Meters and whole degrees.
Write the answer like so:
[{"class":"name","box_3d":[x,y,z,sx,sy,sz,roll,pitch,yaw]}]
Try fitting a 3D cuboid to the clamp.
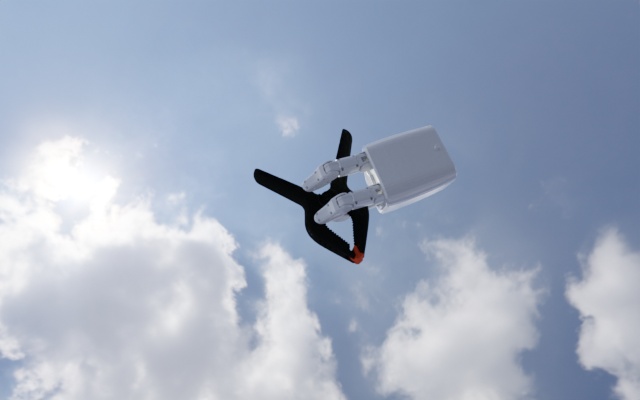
[{"class":"clamp","box_3d":[0.001,0.003,0.702,0.164,0.210,0.036,-20,-26,-3]}]
